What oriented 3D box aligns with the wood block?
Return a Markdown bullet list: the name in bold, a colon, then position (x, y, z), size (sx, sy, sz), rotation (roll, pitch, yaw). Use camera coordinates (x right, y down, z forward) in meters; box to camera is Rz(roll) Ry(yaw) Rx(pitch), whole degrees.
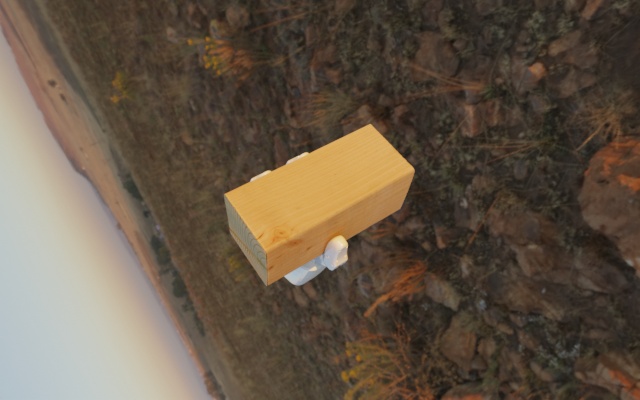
- **wood block**: position (0.000, 0.002, 0.579), size (0.206, 0.090, 0.090), rotation (-28, -27, -22)
